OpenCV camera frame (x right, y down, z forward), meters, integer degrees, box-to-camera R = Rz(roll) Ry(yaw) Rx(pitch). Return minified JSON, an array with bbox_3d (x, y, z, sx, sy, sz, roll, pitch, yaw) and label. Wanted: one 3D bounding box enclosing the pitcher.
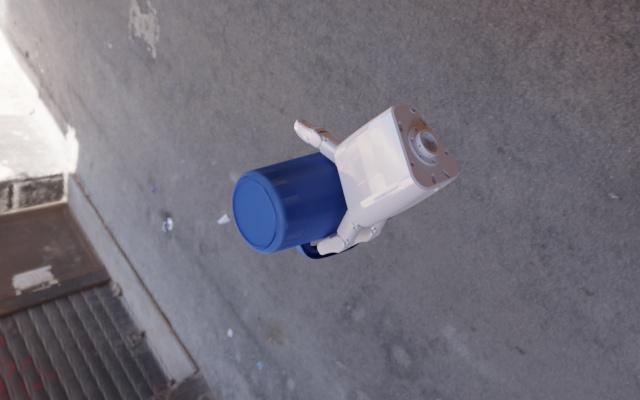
[{"bbox_3d":[0.000,0.002,0.680,0.243,0.149,0.145,-17,-12,-43],"label":"pitcher"}]
